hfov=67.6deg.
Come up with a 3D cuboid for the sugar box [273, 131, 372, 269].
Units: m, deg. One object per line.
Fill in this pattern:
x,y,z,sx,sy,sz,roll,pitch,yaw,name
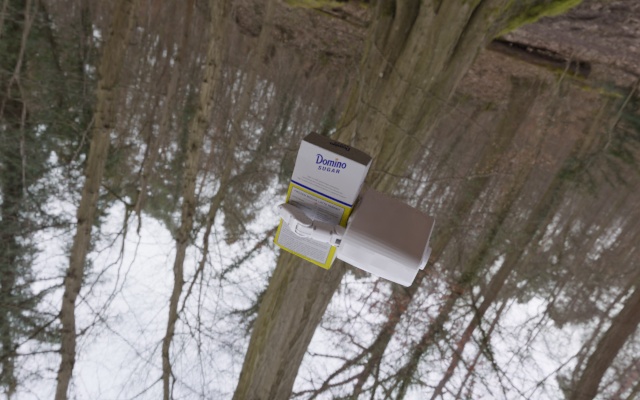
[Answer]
0.000,0.002,0.664,0.093,0.176,0.048,24,29,8,sugar box
